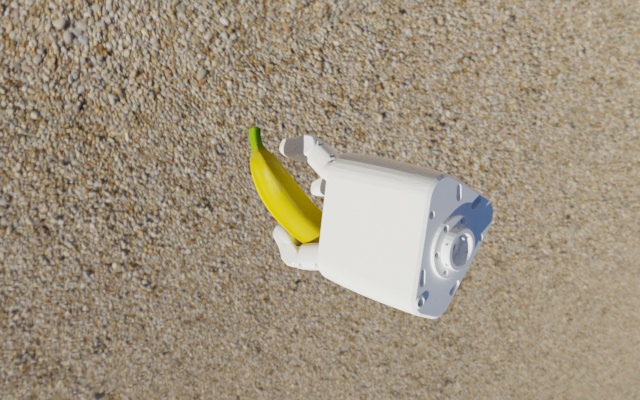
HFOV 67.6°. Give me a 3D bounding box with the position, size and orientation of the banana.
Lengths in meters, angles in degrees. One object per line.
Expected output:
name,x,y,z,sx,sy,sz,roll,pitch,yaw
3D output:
banana,-0.007,0.014,0.475,0.037,0.069,0.198,-14,-48,37
